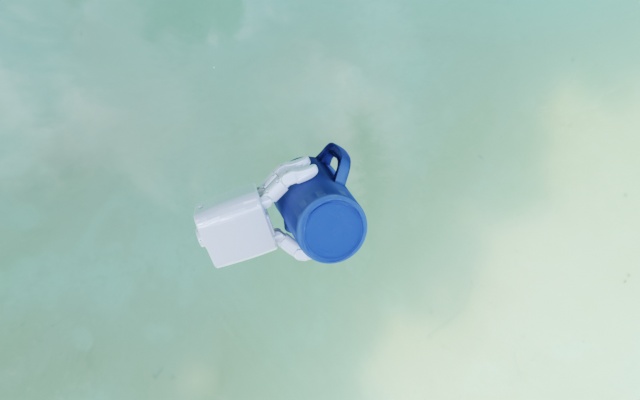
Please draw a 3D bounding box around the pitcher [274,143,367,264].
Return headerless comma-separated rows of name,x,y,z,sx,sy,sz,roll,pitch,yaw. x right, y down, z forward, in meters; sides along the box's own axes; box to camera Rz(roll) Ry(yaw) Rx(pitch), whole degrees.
pitcher,0.000,0.003,0.798,0.145,0.149,0.242,-18,18,-6
